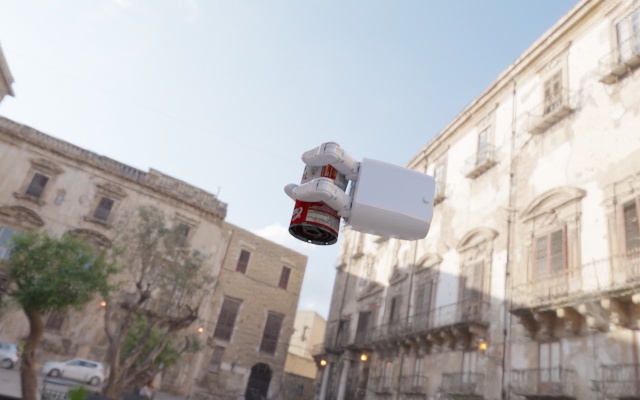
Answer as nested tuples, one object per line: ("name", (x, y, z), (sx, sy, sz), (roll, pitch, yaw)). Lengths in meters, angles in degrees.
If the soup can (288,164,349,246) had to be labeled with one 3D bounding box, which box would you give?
("soup can", (0.000, 0.002, 0.655), (0.068, 0.102, 0.068), (11, -24, 5))
